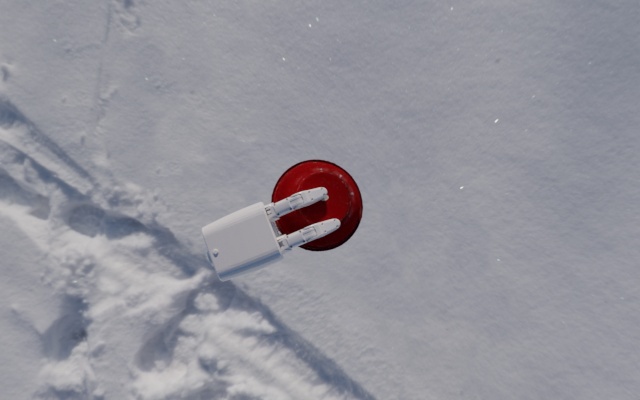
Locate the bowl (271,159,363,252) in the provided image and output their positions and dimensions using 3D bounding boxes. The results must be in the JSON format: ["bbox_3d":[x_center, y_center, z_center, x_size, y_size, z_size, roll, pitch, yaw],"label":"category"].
[{"bbox_3d":[0.001,0.002,0.799,0.162,0.162,0.055,0,-11,-11],"label":"bowl"}]
